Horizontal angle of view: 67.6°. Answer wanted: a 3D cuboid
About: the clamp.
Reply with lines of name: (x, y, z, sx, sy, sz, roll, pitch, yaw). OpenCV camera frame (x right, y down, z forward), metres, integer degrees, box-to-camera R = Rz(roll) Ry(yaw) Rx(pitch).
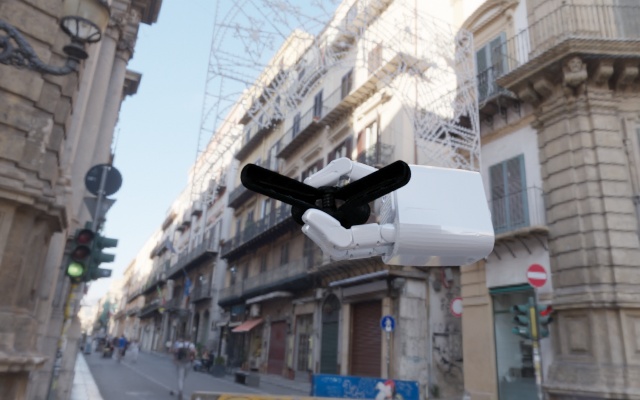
clamp: (0.000, 0.001, 0.541, 0.164, 0.036, 0.210, 2, -18, -2)
